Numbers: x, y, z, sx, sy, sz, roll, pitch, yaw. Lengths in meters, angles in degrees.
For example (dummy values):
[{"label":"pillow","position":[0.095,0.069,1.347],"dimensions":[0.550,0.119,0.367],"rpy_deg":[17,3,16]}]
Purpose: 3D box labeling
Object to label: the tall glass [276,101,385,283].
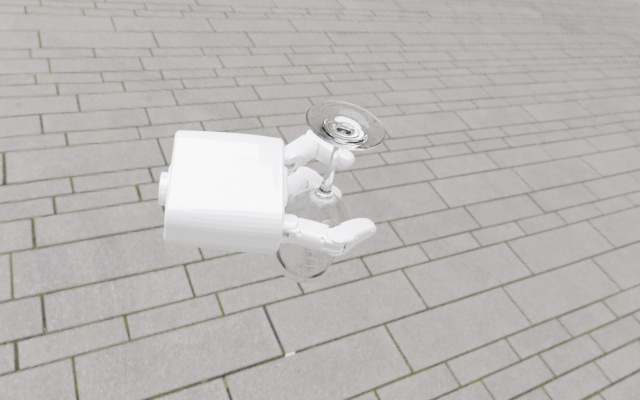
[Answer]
[{"label":"tall glass","position":[0.000,0.001,0.497],"dimensions":[0.079,0.201,0.079],"rpy_deg":[10,42,-9]}]
